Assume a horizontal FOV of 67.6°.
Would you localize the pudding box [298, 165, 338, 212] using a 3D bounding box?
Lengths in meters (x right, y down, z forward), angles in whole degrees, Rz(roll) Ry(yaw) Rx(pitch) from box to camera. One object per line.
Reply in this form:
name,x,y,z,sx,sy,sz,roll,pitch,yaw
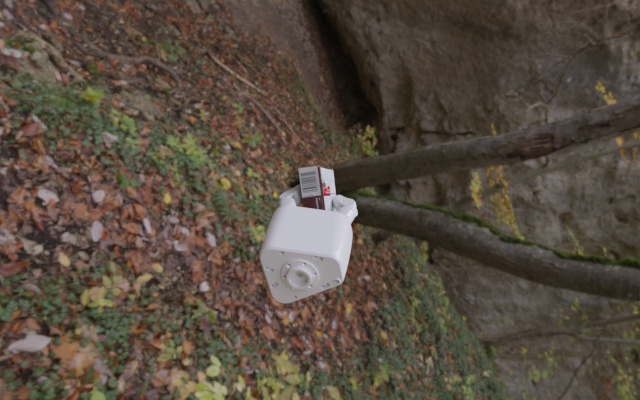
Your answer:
pudding box,0.000,0.002,0.765,0.039,0.113,0.090,-6,-1,14
